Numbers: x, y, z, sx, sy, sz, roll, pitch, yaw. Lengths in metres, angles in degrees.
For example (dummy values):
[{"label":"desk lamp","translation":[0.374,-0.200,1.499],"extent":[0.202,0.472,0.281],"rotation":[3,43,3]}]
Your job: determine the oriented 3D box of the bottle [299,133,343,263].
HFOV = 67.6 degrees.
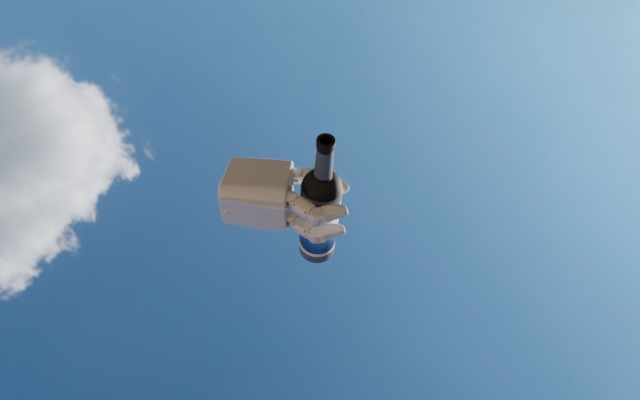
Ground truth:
[{"label":"bottle","translation":[0.000,0.003,0.779],"extent":[0.069,0.069,0.296],"rotation":[0,-36,-4]}]
